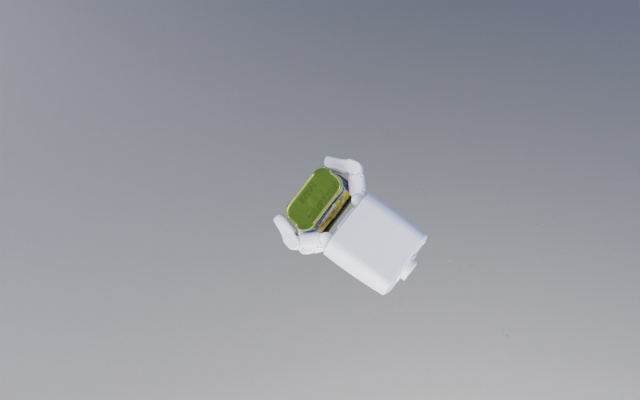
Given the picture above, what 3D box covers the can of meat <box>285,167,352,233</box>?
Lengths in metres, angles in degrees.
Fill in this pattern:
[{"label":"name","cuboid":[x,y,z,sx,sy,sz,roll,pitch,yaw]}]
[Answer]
[{"label":"can of meat","cuboid":[0.000,0.002,0.718,0.057,0.102,0.084,38,4,16]}]
